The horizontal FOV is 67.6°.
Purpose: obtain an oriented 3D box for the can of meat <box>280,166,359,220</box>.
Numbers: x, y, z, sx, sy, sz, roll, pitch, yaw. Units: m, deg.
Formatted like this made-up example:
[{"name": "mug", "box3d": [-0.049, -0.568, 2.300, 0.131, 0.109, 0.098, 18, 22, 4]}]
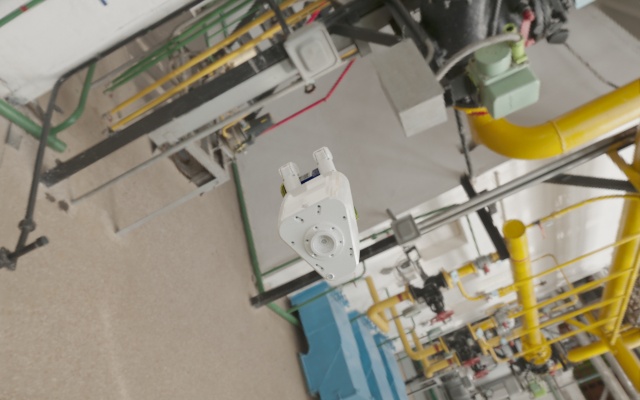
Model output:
[{"name": "can of meat", "box3d": [0.000, 0.002, 0.727, 0.084, 0.102, 0.057, -26, 13, 10]}]
